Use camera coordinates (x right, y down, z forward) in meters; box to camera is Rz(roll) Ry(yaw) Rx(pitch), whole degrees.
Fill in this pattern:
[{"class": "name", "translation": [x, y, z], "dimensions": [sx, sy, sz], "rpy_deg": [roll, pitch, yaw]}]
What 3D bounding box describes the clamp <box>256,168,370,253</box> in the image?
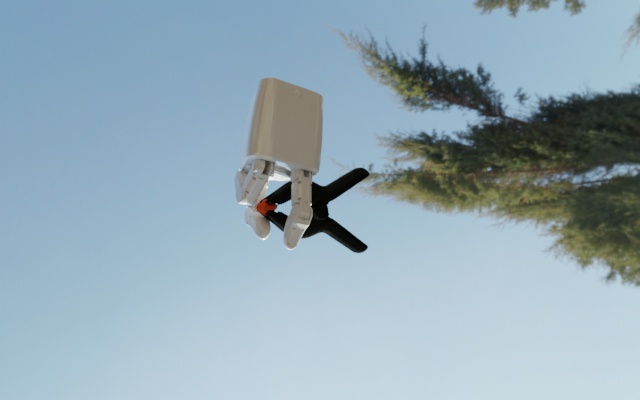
[{"class": "clamp", "translation": [0.000, 0.002, 0.647], "dimensions": [0.171, 0.120, 0.039], "rpy_deg": [13, -13, -31]}]
